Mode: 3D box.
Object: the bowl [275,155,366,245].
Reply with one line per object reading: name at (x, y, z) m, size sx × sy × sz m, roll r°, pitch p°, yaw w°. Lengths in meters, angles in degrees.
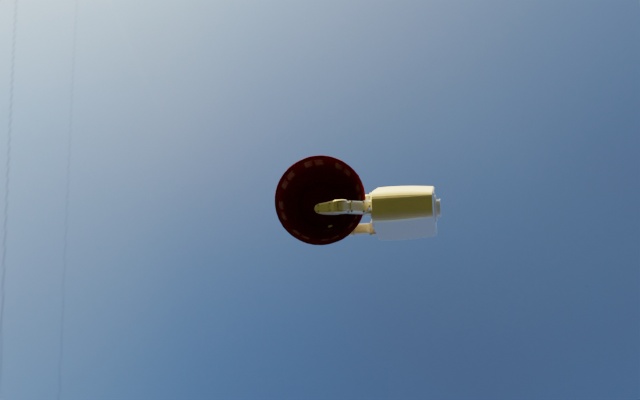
bowl at (-0.001, 0.003, 0.866) m, size 0.162 × 0.162 × 0.055 m, roll 0°, pitch -10°, yaw 2°
